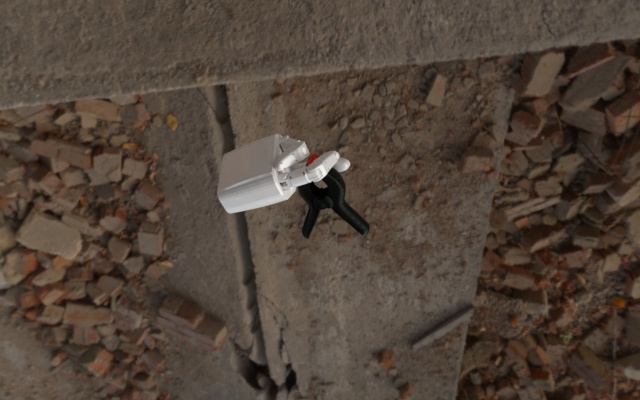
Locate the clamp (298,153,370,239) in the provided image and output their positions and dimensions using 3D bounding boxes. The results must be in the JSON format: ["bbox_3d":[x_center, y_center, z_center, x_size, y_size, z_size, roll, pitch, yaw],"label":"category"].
[{"bbox_3d":[0.000,0.003,0.797,0.120,0.171,0.039,-16,31,18],"label":"clamp"}]
